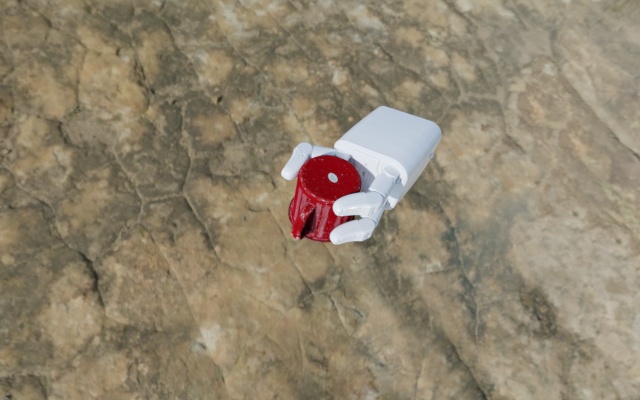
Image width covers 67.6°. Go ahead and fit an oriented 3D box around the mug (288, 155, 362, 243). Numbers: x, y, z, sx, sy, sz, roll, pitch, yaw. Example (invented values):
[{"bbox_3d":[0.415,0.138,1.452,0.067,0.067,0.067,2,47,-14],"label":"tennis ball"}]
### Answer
[{"bbox_3d":[-0.001,0.003,0.617,0.093,0.117,0.082,34,-35,15],"label":"mug"}]
